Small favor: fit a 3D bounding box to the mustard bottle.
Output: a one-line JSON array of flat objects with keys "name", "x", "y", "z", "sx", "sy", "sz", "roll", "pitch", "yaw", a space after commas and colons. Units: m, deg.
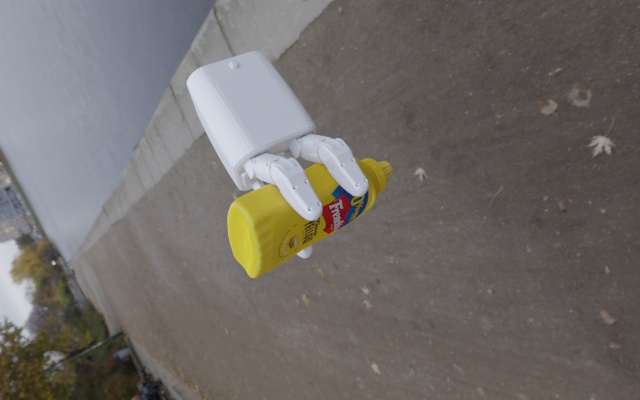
[{"name": "mustard bottle", "x": 0.000, "y": 0.002, "z": 0.491, "sx": 0.191, "sy": 0.096, "sz": 0.058, "roll": -28, "pitch": 56, "yaw": -29}]
